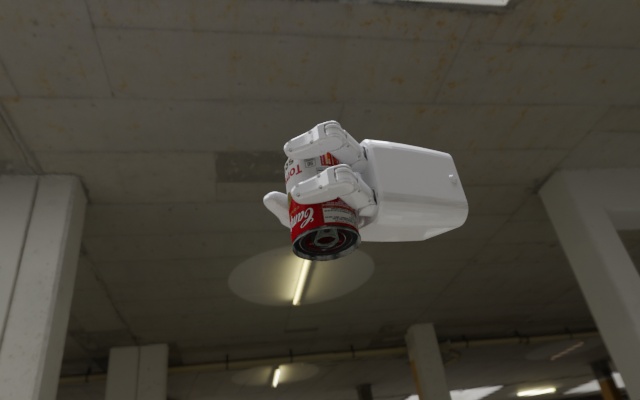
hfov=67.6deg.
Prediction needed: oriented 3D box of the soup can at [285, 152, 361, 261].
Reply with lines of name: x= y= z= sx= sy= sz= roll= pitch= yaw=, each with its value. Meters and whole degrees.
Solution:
soup can: x=0.000 y=0.001 z=0.489 sx=0.068 sy=0.102 sz=0.068 roll=-6 pitch=-32 yaw=-4
